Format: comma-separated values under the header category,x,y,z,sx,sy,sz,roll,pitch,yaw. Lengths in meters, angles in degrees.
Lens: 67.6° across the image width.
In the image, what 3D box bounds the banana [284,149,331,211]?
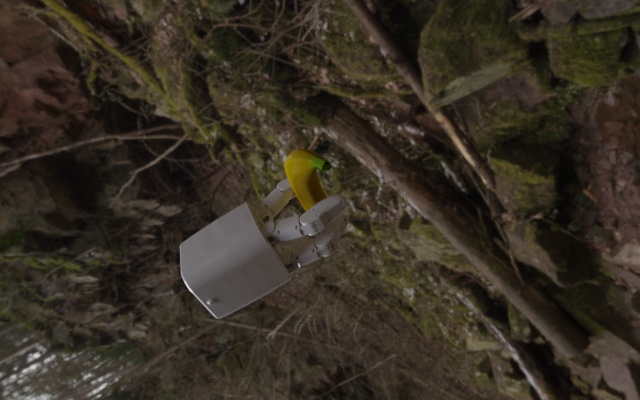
category,x,y,z,sx,sy,sz,roll,pitch,yaw
banana,-0.011,-0.013,0.597,0.037,0.069,0.198,-35,-23,-9
